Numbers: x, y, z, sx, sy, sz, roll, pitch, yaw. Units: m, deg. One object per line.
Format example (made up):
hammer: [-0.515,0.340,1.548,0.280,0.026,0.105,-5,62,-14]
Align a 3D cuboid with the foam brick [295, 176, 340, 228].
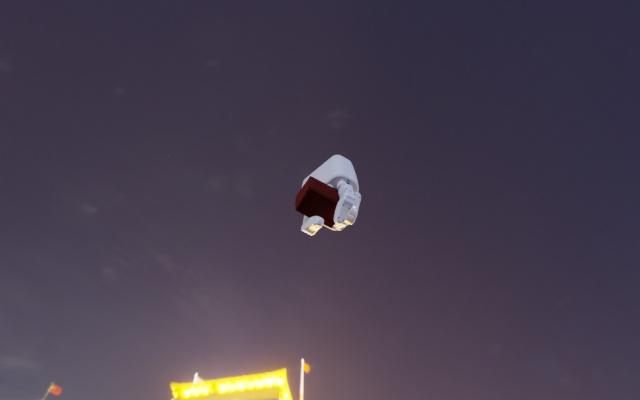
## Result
foam brick: [0.000,0.003,0.849,0.078,0.053,0.051,28,24,-16]
